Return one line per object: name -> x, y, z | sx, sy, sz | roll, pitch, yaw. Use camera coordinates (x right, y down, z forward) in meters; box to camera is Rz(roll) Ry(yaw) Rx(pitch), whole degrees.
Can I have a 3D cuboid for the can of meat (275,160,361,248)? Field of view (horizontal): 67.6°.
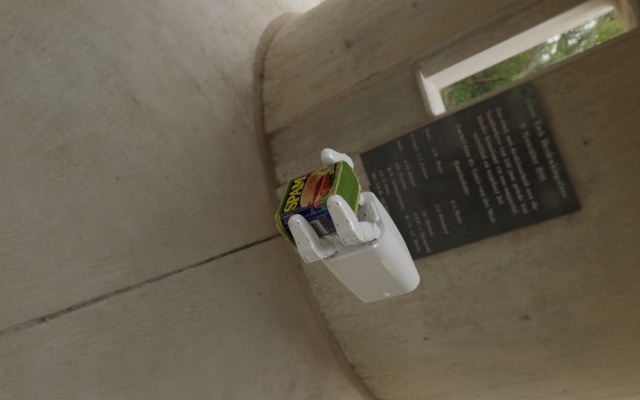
can of meat -> 0.000, 0.002, 0.601 | 0.084, 0.057, 0.102 | -21, 31, 26
